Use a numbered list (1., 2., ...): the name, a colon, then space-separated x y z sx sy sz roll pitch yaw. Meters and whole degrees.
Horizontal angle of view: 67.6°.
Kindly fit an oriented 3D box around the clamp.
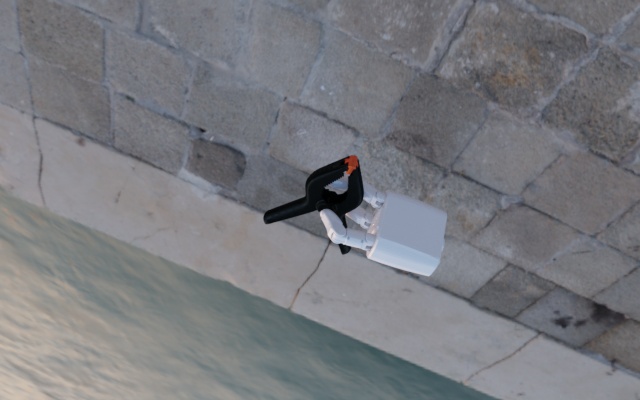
1. clamp: 0.000 0.003 0.777 0.164 0.036 0.210 17 -44 -6
